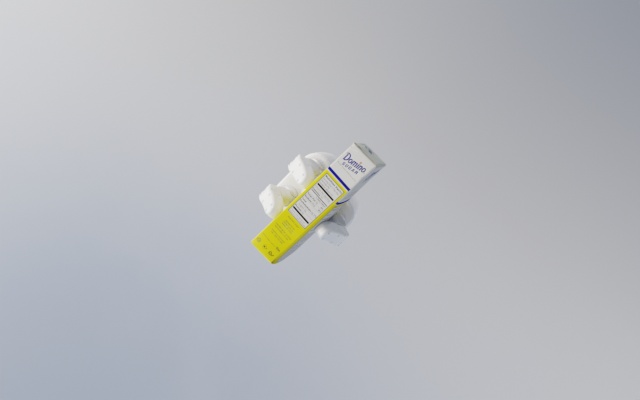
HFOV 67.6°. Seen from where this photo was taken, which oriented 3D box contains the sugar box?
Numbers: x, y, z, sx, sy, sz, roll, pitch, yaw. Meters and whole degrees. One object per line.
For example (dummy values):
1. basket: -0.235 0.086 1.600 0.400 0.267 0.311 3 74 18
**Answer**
1. sugar box: 0.000 0.002 0.596 0.176 0.048 0.093 -46 -6 13
